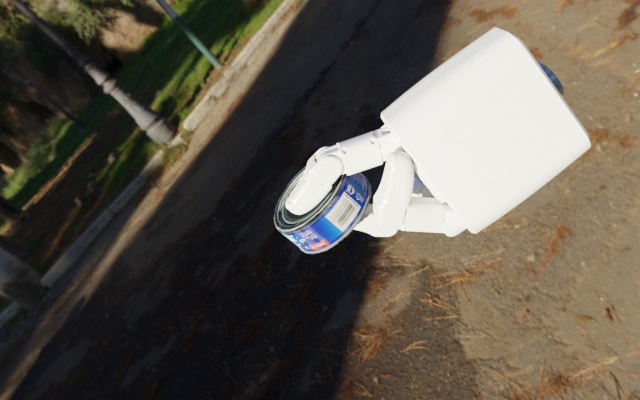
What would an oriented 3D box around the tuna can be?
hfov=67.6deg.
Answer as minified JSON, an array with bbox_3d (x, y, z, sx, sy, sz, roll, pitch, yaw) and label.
[{"bbox_3d":[0.000,0.001,0.413,0.034,0.086,0.086,41,-22,-28],"label":"tuna can"}]
